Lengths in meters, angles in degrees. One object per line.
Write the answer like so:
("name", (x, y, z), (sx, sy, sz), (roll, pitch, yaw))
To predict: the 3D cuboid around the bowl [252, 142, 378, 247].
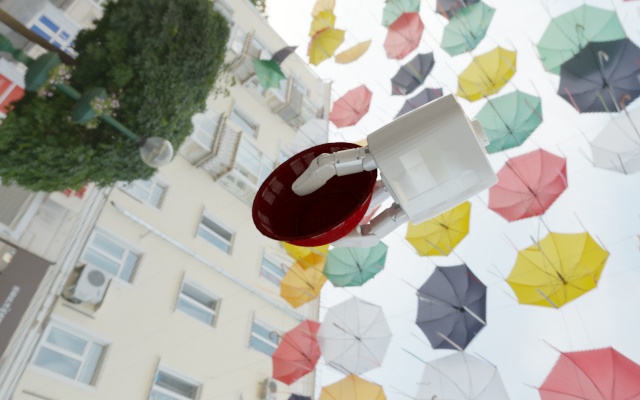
("bowl", (-0.001, 0.002, 0.577), (0.162, 0.162, 0.055), (0, -43, 31))
